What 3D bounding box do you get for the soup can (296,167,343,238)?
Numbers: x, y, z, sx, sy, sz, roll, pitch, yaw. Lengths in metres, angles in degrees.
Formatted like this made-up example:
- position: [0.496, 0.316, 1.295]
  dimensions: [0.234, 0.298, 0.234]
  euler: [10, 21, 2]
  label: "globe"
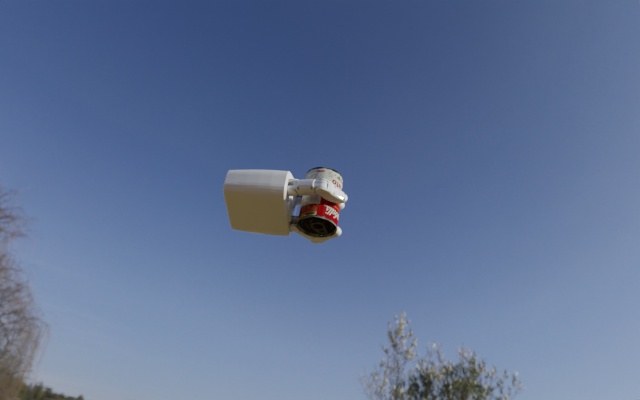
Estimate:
- position: [0.001, 0.002, 0.813]
  dimensions: [0.068, 0.102, 0.068]
  euler: [6, -33, 4]
  label: "soup can"
